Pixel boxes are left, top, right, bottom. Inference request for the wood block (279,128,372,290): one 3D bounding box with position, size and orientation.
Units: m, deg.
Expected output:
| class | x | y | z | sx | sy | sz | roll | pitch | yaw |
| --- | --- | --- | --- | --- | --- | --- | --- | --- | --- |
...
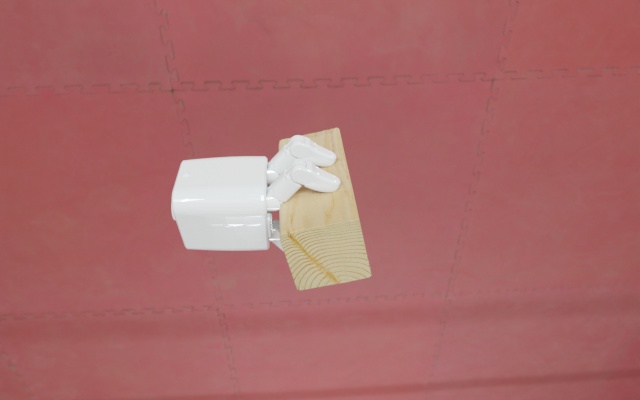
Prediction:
| class | x | y | z | sx | sy | sz | roll | pitch | yaw |
| --- | --- | --- | --- | --- | --- | --- | --- | --- | --- |
| wood block | 0.000 | 0.002 | 0.609 | 0.090 | 0.091 | 0.206 | -12 | 37 | 4 |
